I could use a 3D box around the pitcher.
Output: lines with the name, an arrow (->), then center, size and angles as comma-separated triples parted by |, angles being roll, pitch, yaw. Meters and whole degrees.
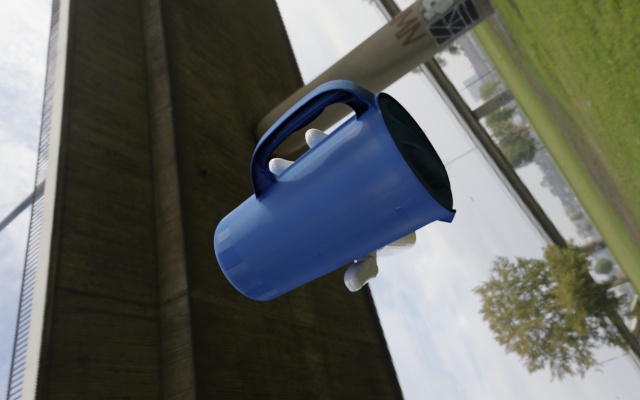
pitcher -> 0.000, 0.002, 0.492 | 0.243, 0.149, 0.145 | -32, -19, 25
